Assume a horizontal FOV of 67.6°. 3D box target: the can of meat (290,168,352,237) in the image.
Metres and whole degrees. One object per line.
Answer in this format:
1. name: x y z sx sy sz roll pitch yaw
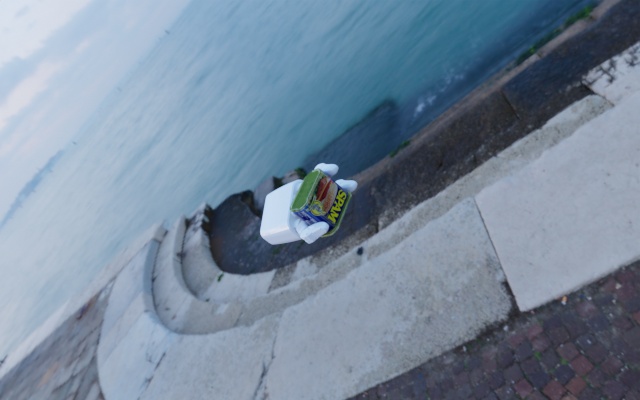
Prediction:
1. can of meat: 0.000 0.003 0.894 0.084 0.102 0.057 39 -32 -25
